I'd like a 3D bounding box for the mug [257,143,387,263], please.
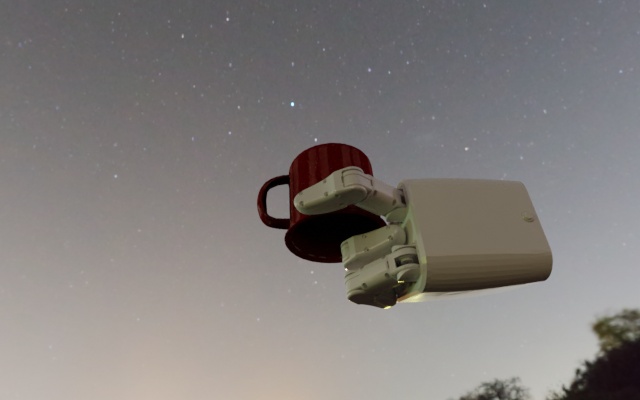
[{"bbox_3d":[-0.001,0.001,0.444,0.117,0.081,0.093,-1,-35,-6],"label":"mug"}]
